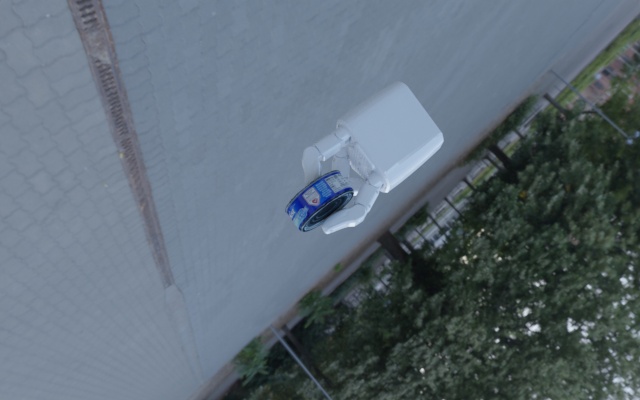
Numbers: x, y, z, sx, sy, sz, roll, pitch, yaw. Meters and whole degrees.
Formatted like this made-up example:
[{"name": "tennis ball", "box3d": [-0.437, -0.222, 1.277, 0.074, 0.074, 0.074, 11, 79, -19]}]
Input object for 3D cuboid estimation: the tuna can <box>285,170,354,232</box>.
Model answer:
[{"name": "tuna can", "box3d": [0.000, 0.002, 0.599, 0.086, 0.033, 0.086, -35, -13, -9]}]
